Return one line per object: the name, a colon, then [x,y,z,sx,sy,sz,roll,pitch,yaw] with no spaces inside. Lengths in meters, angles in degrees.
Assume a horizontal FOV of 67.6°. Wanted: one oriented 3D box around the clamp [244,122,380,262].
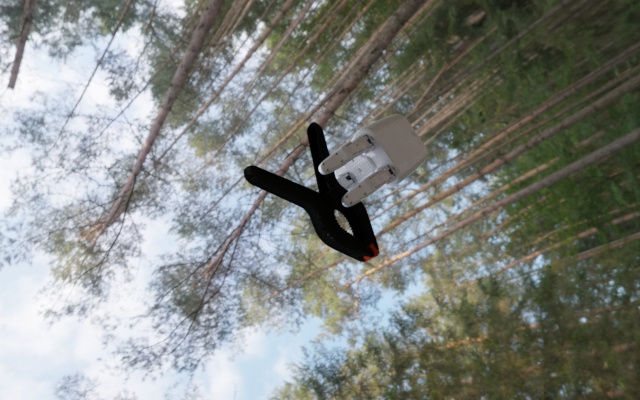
clamp: [0.000,0.003,0.650,0.164,0.210,0.036,-33,-1,-44]
